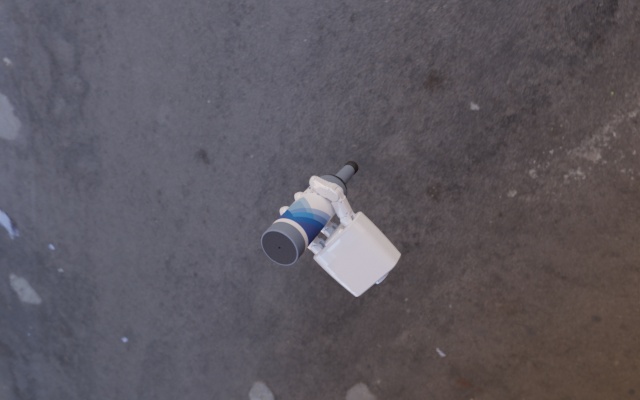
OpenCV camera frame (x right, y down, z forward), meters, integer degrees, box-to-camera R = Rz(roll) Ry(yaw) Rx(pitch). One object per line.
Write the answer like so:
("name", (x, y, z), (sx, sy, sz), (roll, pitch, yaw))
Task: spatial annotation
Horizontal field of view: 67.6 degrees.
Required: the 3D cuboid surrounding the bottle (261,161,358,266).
("bottle", (0.000, 0.003, 0.845), (0.069, 0.069, 0.295), (0, 29, 30))
